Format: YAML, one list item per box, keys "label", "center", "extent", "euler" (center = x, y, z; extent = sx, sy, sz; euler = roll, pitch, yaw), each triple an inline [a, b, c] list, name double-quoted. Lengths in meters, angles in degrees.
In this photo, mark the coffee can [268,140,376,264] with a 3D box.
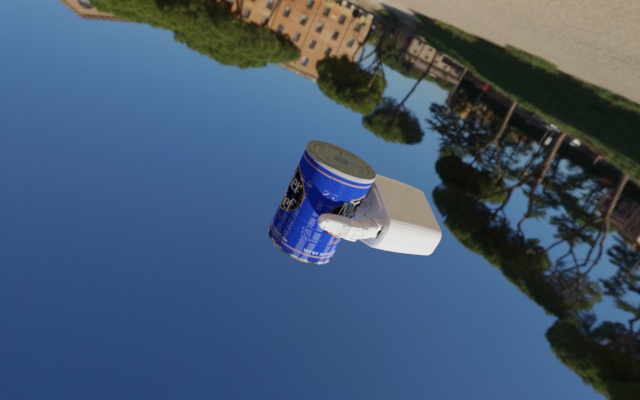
- label: "coffee can"
  center: [0.000, 0.002, 0.664]
  extent: [0.103, 0.140, 0.102]
  euler: [23, 22, -10]
